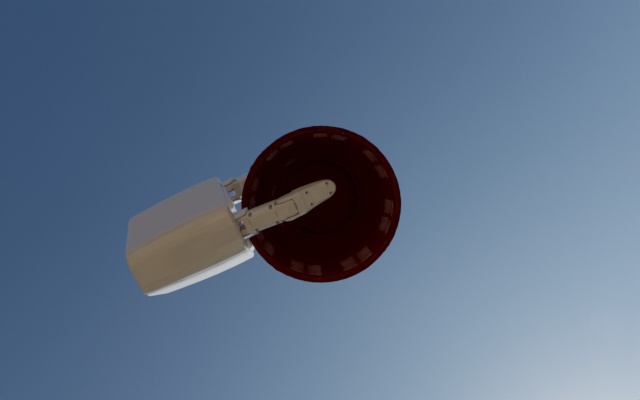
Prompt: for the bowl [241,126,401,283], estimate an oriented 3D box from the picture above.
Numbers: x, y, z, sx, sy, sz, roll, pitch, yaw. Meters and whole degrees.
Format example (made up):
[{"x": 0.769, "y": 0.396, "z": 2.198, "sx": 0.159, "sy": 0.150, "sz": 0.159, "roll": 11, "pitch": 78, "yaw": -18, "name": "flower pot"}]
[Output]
[{"x": 0.001, "y": 0.001, "z": 0.505, "sx": 0.162, "sy": 0.162, "sz": 0.055, "roll": 0, "pitch": 11, "yaw": -3, "name": "bowl"}]
